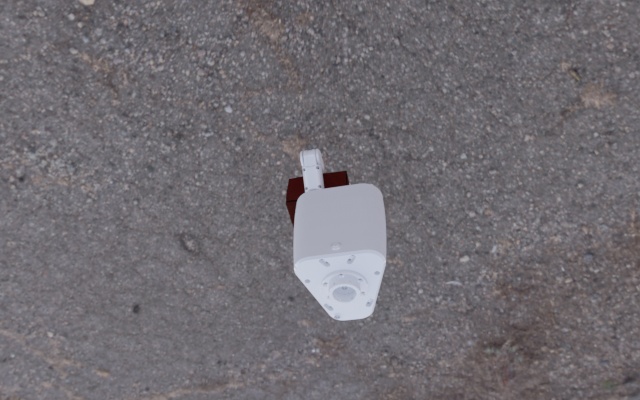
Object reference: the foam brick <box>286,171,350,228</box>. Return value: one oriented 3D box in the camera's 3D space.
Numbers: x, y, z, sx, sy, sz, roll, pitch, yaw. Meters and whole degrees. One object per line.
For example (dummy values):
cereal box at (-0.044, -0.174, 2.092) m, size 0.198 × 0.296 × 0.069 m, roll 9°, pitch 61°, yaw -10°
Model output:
foam brick at (0.000, 0.002, 0.597) m, size 0.078 × 0.053 × 0.051 m, roll -8°, pitch 38°, yaw 9°
